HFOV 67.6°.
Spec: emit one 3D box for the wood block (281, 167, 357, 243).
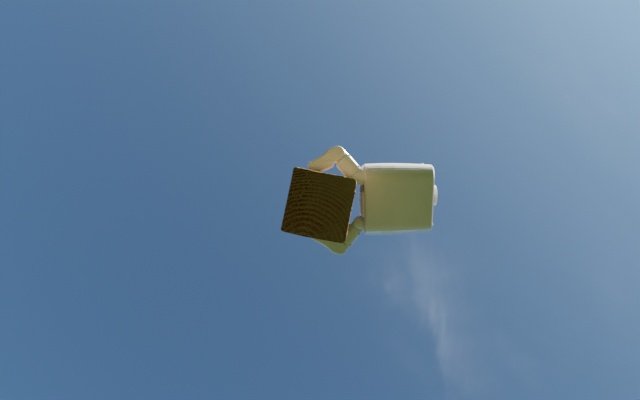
[{"bbox_3d":[0.000,0.003,0.738,0.090,0.091,0.206,11,2,1],"label":"wood block"}]
